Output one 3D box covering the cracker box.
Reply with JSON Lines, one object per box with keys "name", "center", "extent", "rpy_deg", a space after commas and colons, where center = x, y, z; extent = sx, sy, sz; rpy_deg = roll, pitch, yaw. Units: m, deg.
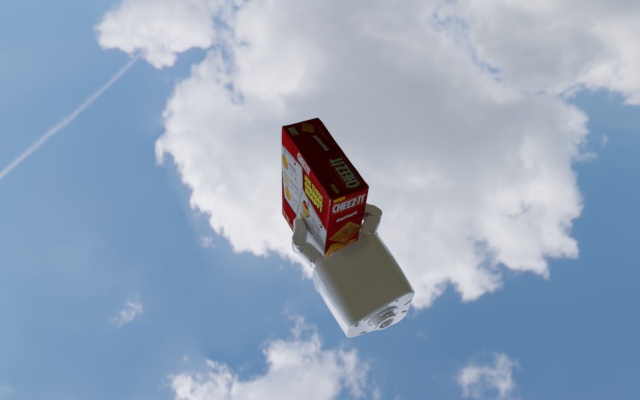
{"name": "cracker box", "center": [0.000, 0.003, 0.763], "extent": [0.072, 0.164, 0.214], "rpy_deg": [-19, -36, -20]}
